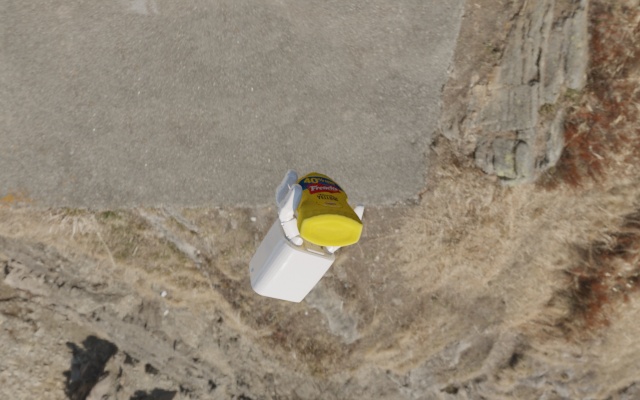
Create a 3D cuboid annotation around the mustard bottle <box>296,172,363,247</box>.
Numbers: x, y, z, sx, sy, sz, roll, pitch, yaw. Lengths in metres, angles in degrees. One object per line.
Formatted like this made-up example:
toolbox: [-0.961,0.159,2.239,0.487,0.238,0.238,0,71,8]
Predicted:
mustard bottle: [0.000,0.002,0.785,0.096,0.058,0.191,5,26,-14]
